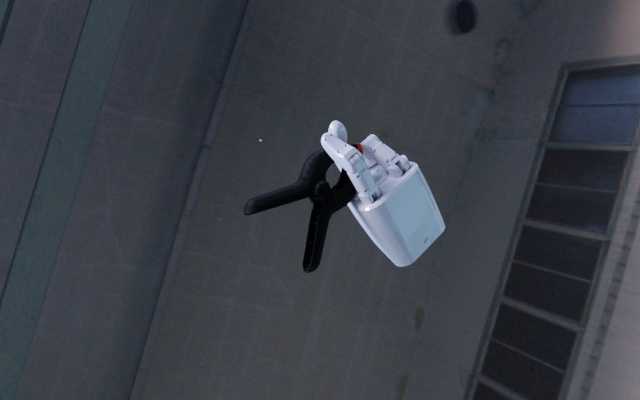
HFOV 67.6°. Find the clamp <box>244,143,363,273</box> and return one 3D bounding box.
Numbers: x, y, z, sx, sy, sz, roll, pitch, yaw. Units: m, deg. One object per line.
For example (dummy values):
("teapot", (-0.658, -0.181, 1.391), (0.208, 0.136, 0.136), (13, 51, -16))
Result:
("clamp", (0.000, 0.002, 0.593), (0.171, 0.120, 0.039), (-41, 26, -19))
